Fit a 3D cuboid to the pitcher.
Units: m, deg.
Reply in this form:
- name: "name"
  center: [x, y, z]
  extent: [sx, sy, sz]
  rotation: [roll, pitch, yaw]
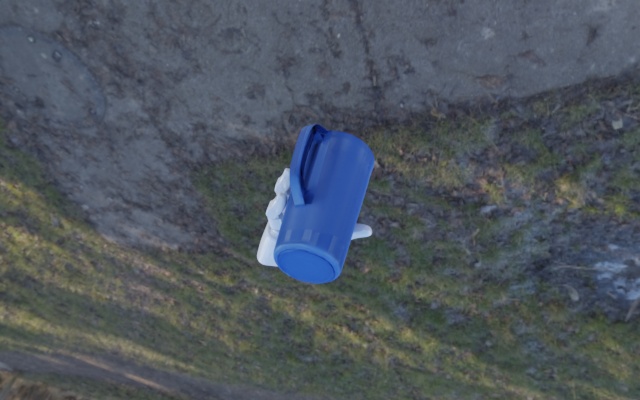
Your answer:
- name: "pitcher"
  center: [0.000, 0.003, 0.787]
  extent: [0.149, 0.242, 0.145]
  rotation: [22, -38, -7]
